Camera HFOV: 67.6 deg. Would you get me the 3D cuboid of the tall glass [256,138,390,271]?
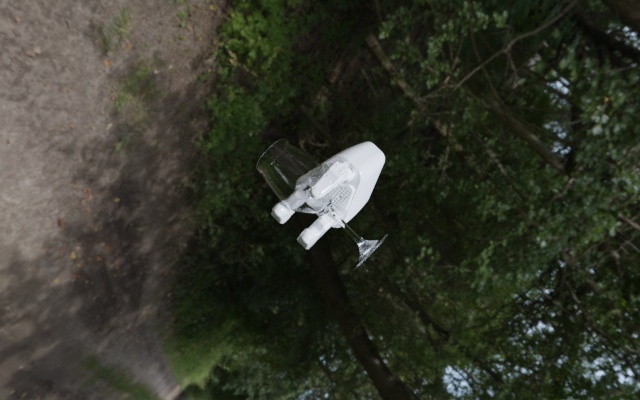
[{"bbox_3d":[0.001,0.003,0.672,0.201,0.079,0.079,44,7,7],"label":"tall glass"}]
